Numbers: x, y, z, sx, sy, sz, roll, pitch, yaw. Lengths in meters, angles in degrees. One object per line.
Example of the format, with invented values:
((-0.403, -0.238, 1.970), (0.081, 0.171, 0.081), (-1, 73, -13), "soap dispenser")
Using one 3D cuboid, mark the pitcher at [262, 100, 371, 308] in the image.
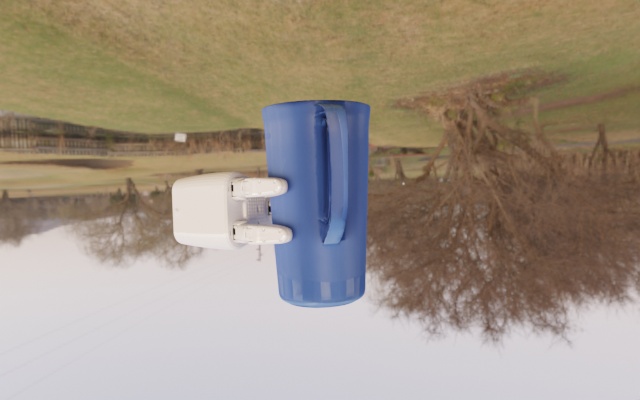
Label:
((0.000, 0.002, 0.580), (0.145, 0.243, 0.149), (-1, 2, 31), "pitcher")
